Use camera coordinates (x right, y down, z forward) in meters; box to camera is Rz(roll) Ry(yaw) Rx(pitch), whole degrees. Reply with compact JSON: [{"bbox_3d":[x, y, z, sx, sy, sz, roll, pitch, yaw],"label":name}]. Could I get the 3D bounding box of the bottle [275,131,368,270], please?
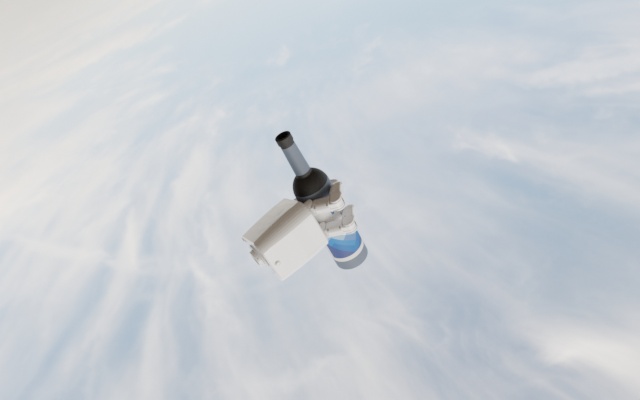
[{"bbox_3d":[0.000,0.003,0.839,0.069,0.296,0.069,-19,36,15],"label":"bottle"}]
